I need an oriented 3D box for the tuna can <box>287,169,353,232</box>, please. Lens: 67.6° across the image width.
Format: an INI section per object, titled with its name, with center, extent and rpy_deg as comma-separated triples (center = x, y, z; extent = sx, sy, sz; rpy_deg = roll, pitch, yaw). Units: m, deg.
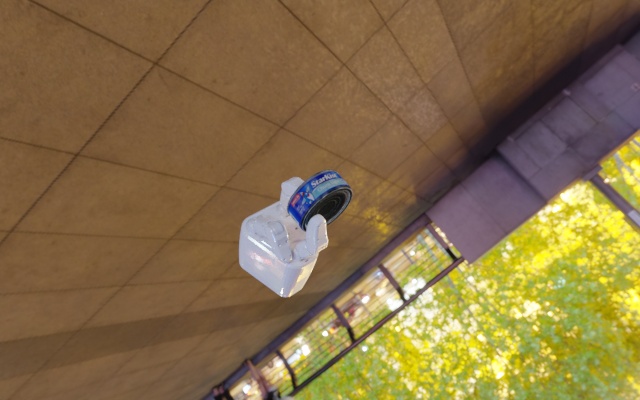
[tuna can]
center = 0.000, 0.002, 0.626
extent = 0.033, 0.086, 0.086
rpy_deg = 49, 26, 25
